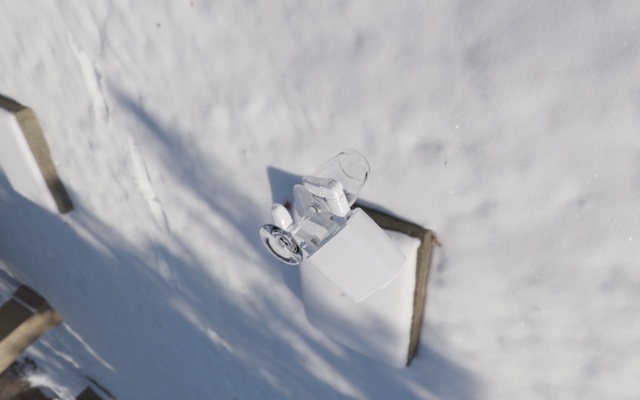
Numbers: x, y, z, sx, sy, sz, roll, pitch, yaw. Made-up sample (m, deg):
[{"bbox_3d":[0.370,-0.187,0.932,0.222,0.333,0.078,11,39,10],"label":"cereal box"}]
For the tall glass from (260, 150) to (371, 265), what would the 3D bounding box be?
[{"bbox_3d":[0.000,0.003,0.719,0.079,0.079,0.201,0,37,44],"label":"tall glass"}]
